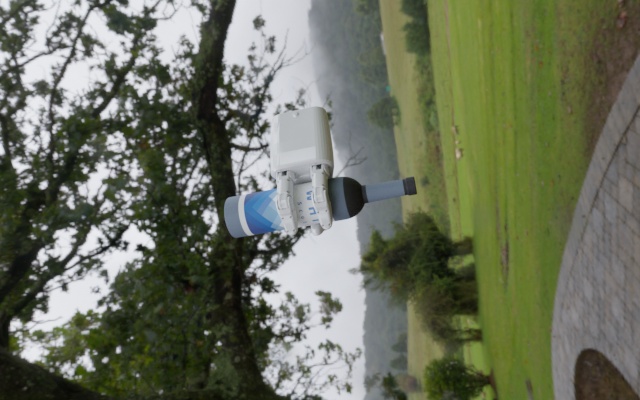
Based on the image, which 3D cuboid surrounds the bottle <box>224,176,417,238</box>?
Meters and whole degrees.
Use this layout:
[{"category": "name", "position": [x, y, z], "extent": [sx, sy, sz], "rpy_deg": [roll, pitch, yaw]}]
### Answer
[{"category": "bottle", "position": [0.000, 0.003, 0.742], "extent": [0.296, 0.069, 0.069], "rpy_deg": [-10, -2, 11]}]
